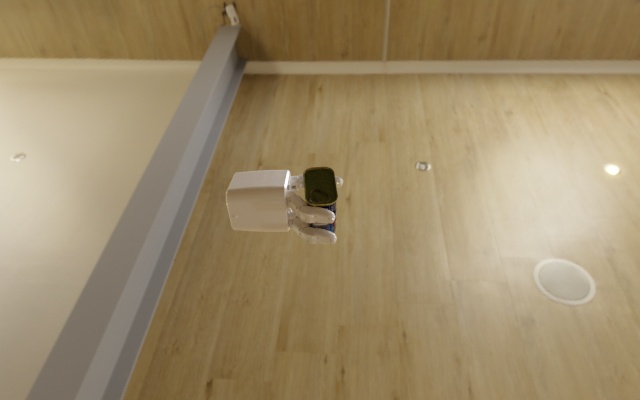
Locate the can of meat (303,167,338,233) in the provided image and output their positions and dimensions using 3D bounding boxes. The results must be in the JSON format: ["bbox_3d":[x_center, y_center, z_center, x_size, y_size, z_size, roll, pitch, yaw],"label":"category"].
[{"bbox_3d":[0.000,0.003,0.871,0.057,0.084,0.102,-4,43,-3],"label":"can of meat"}]
